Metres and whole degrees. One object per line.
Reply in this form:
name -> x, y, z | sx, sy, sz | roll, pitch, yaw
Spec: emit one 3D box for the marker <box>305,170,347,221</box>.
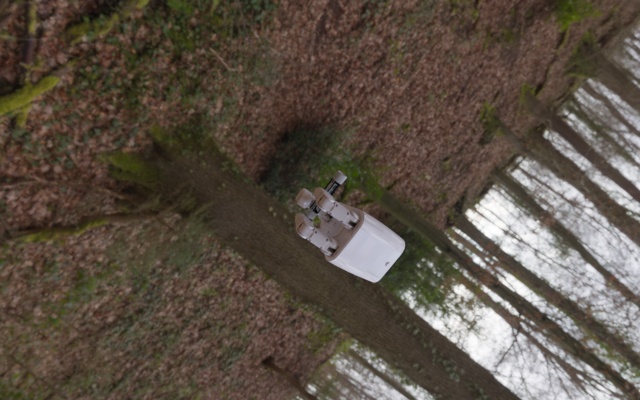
marker -> 0.000, 0.003, 0.797 | 0.020, 0.121, 0.020 | 36, 12, -9
